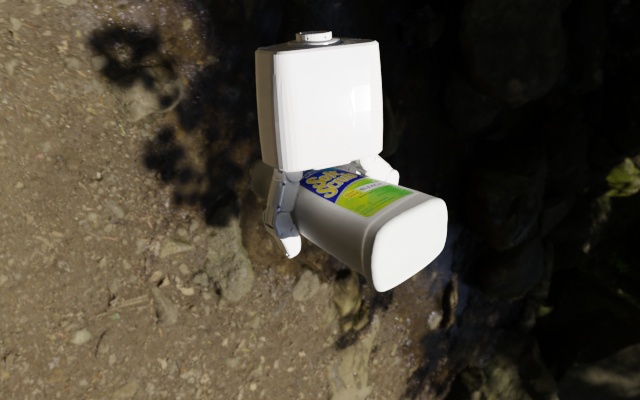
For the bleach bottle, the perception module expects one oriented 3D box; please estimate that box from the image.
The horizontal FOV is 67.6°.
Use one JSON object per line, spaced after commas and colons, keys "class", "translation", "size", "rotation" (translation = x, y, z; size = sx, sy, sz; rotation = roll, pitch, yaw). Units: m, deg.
{"class": "bleach bottle", "translation": [0.000, 0.002, 0.496], "size": [0.102, 0.068, 0.250], "rotation": [-24, 32, -35]}
